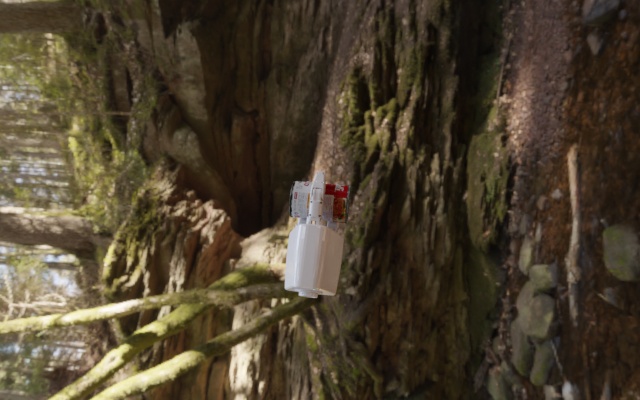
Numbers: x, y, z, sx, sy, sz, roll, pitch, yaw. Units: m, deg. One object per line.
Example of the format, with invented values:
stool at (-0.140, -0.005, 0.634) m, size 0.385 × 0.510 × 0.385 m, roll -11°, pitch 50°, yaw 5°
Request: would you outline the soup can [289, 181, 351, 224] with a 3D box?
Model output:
soup can at (0.000, 0.002, 0.852) m, size 0.102 × 0.068 × 0.068 m, roll 5°, pitch 0°, yaw 5°
